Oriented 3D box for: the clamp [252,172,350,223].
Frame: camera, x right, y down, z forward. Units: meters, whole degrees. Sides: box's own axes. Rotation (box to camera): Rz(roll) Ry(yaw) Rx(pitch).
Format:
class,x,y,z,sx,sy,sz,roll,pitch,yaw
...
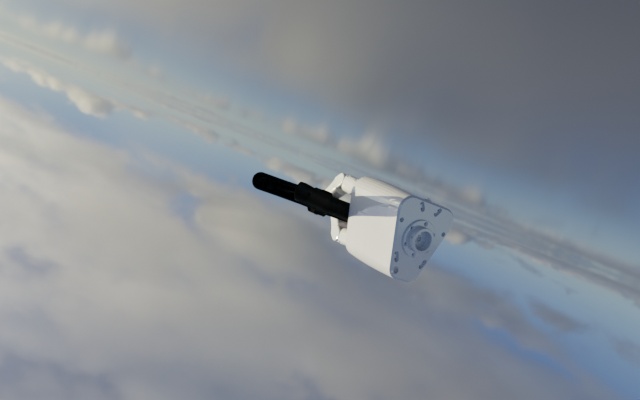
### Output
class,x,y,z,sx,sy,sz,roll,pitch,yaw
clamp,0.000,0.003,0.658,0.171,0.039,0.120,19,4,-30
